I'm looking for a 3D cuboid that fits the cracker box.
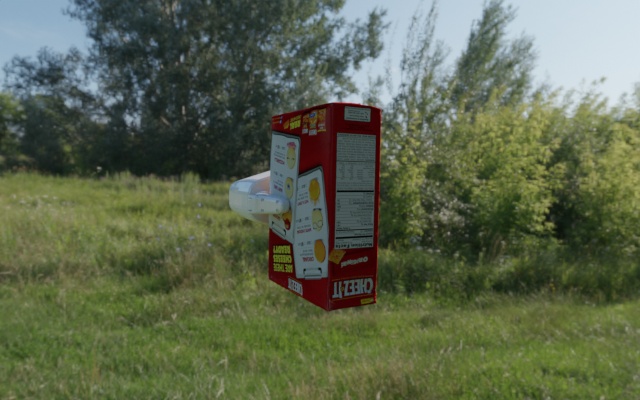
[{"bbox_3d":[0.000,0.002,0.561,0.072,0.214,0.164,-1,4,-28],"label":"cracker box"}]
